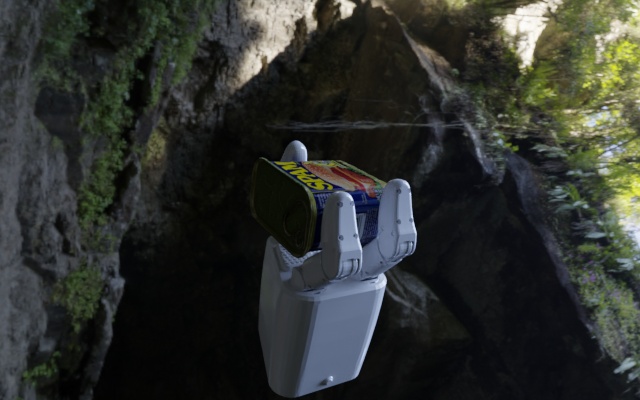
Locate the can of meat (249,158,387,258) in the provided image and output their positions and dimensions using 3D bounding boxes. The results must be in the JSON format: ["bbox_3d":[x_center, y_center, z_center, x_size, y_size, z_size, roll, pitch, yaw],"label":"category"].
[{"bbox_3d":[0.000,0.001,0.401,0.084,0.057,0.102,-4,23,-32],"label":"can of meat"}]
